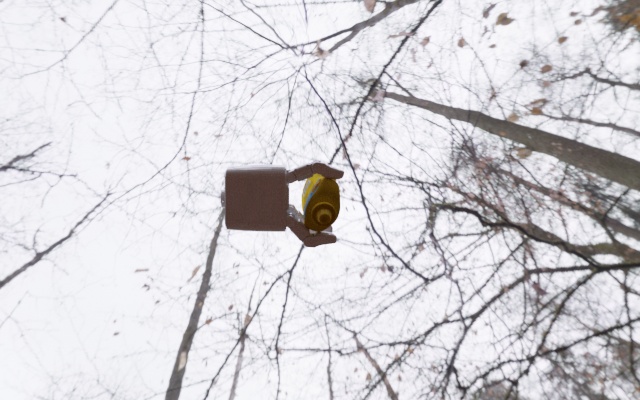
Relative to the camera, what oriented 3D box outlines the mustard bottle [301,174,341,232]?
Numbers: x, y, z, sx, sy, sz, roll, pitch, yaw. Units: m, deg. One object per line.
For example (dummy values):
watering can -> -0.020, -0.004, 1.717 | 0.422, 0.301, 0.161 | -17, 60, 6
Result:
mustard bottle -> 0.000, 0.003, 0.856 | 0.058, 0.096, 0.191 | 23, 14, -10
